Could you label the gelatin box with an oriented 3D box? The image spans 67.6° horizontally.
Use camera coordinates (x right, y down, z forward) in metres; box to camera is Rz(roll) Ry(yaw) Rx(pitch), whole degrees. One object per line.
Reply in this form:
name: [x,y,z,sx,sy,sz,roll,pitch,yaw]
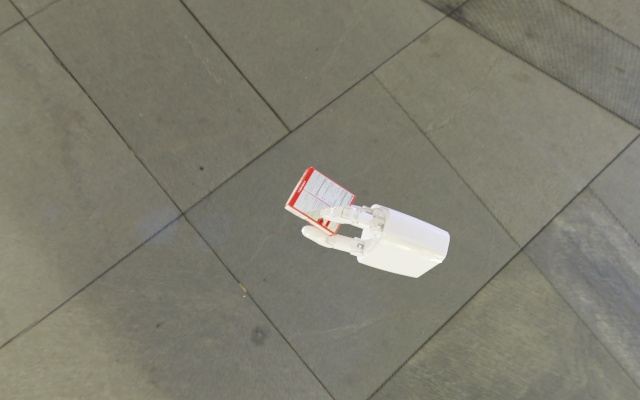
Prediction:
gelatin box: [0.000,0.002,0.746,0.089,0.073,0.030,33,-17,-11]
